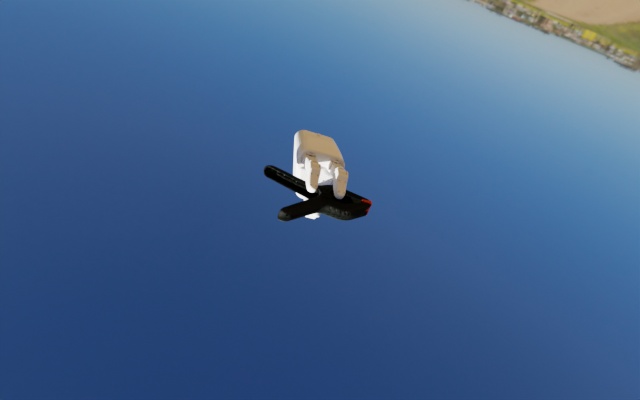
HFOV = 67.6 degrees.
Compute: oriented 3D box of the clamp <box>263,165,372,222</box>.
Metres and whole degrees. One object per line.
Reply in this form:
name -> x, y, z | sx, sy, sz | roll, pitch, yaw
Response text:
clamp -> 0.000, 0.004, 0.876 | 0.210, 0.036, 0.164 | 14, 29, -17
